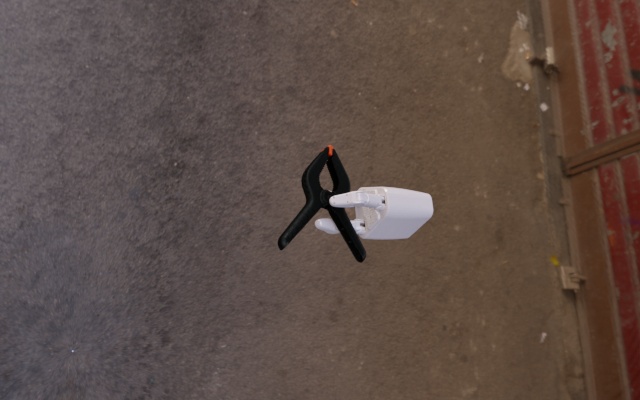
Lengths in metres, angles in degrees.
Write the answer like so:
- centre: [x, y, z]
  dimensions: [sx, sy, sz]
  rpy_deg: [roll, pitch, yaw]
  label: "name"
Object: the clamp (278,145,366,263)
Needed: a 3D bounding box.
- centre: [0.001, 0.002, 0.834]
  dimensions: [0.164, 0.210, 0.036]
  rpy_deg: [5, -18, -28]
  label: "clamp"
